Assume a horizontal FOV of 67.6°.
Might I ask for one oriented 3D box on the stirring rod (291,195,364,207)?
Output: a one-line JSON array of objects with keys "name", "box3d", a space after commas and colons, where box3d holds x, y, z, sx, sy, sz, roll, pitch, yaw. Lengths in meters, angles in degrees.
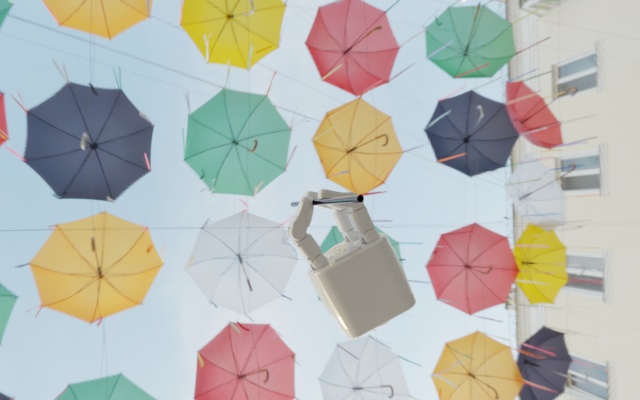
[{"name": "stirring rod", "box3d": [0.000, 0.002, 0.607, 0.011, 0.011, 0.239, 0, -2, -20]}]
